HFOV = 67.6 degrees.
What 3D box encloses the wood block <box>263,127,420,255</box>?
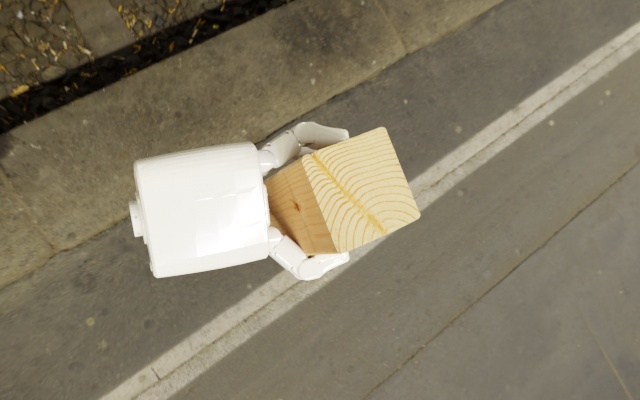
[{"bbox_3d":[0.000,0.002,0.505,0.090,0.091,0.206,-22,2,-22],"label":"wood block"}]
